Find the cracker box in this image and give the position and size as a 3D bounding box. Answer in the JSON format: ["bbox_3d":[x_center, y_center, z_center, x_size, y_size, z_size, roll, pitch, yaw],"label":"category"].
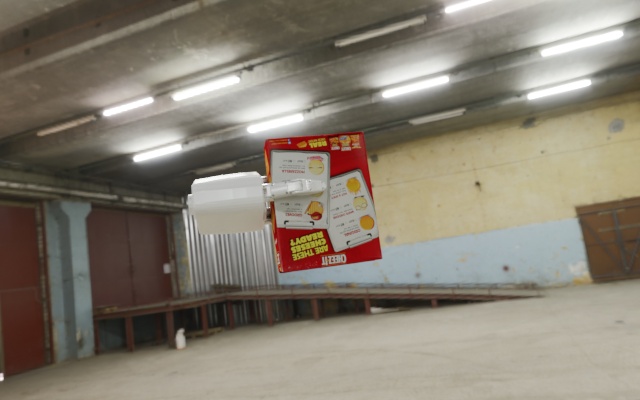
[{"bbox_3d":[0.000,0.002,0.784,0.164,0.213,0.072,-6,-9,-10],"label":"cracker box"}]
